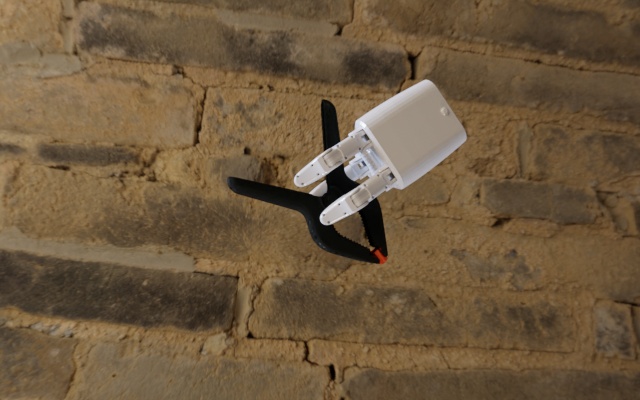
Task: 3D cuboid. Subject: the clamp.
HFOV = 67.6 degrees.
[{"bbox_3d":[0.000,0.002,0.588,0.164,0.210,0.036,-34,0,-8],"label":"clamp"}]
